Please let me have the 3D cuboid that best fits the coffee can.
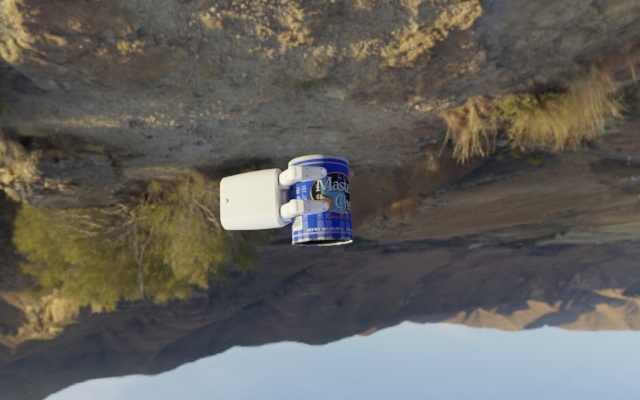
[{"bbox_3d":[0.000,0.003,0.813,0.103,0.140,0.103,-3,-11,-1],"label":"coffee can"}]
